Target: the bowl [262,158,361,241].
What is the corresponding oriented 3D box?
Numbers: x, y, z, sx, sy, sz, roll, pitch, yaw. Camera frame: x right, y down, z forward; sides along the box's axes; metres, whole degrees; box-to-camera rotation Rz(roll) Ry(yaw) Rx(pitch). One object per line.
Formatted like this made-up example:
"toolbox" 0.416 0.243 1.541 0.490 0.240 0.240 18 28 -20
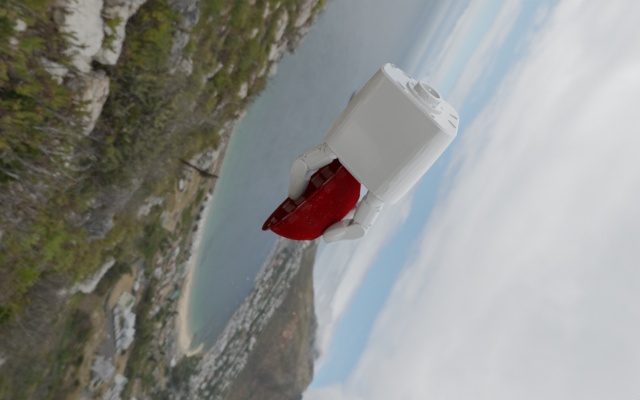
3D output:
"bowl" 0.000 0.003 0.627 0.162 0.055 0.162 -40 9 8
